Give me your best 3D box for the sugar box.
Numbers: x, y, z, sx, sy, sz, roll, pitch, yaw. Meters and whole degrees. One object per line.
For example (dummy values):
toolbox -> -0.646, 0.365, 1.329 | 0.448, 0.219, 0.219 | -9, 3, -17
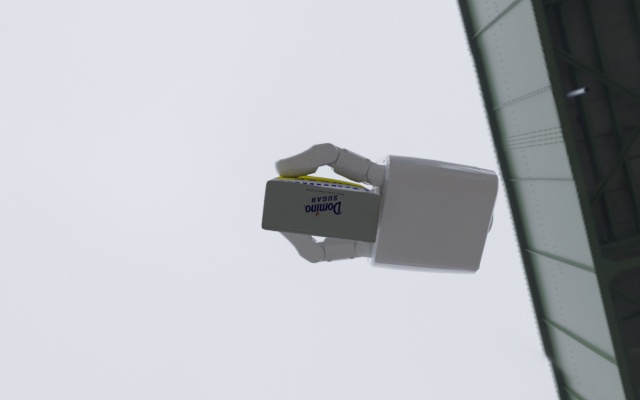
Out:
sugar box -> 0.000, 0.001, 0.454 | 0.093, 0.048, 0.176 | 7, 2, -2
